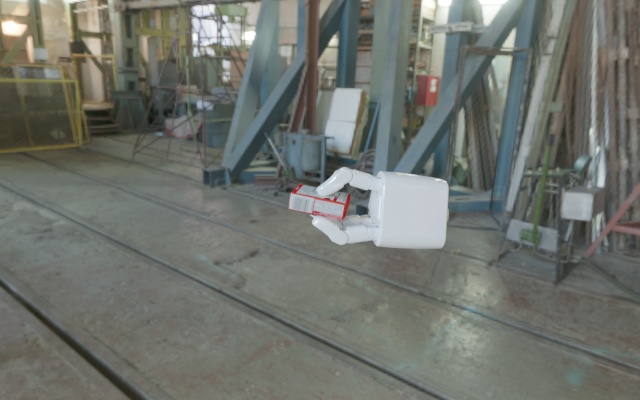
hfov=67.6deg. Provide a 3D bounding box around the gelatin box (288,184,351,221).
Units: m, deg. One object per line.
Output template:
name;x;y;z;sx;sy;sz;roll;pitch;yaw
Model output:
gelatin box;0.000;0.002;0.750;0.089;0.030;0.073;12;14;5
